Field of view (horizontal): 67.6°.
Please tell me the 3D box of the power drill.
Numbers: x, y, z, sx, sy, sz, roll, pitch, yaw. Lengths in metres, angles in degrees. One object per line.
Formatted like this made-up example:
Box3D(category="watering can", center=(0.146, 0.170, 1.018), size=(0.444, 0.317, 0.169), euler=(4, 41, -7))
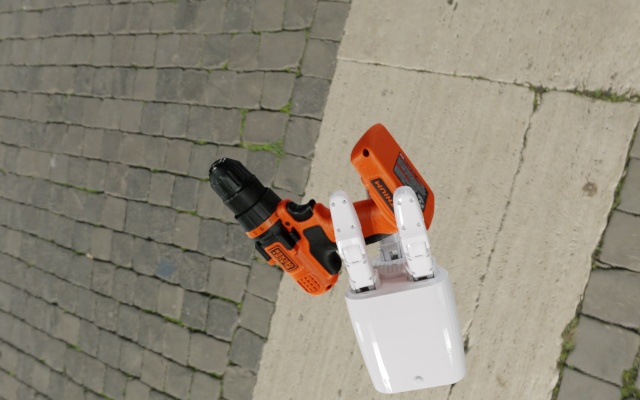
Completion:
Box3D(category="power drill", center=(0.001, 0.002, 0.469), size=(0.188, 0.184, 0.057), euler=(-28, 23, 36))
